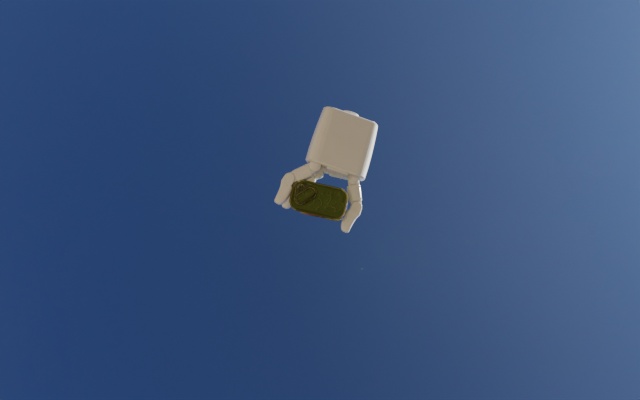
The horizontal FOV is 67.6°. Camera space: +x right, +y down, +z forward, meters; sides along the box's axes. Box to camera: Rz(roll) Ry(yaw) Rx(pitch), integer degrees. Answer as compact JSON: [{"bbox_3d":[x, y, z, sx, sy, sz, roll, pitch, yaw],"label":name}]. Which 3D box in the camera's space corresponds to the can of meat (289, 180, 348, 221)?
[{"bbox_3d":[0.000,0.003,0.880,0.102,0.057,0.084,13,-5,7],"label":"can of meat"}]
